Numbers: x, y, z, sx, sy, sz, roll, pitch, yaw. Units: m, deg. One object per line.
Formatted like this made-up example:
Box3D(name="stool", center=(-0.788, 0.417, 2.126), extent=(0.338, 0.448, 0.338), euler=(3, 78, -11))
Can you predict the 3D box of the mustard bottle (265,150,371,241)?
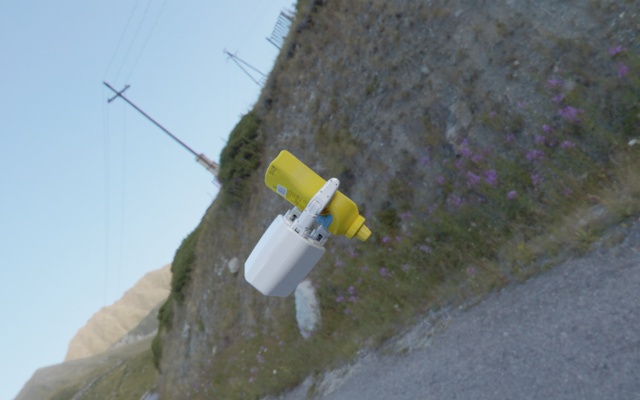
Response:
Box3D(name="mustard bottle", center=(0.000, 0.002, 0.774), extent=(0.191, 0.058, 0.096), euler=(37, -23, 5))
